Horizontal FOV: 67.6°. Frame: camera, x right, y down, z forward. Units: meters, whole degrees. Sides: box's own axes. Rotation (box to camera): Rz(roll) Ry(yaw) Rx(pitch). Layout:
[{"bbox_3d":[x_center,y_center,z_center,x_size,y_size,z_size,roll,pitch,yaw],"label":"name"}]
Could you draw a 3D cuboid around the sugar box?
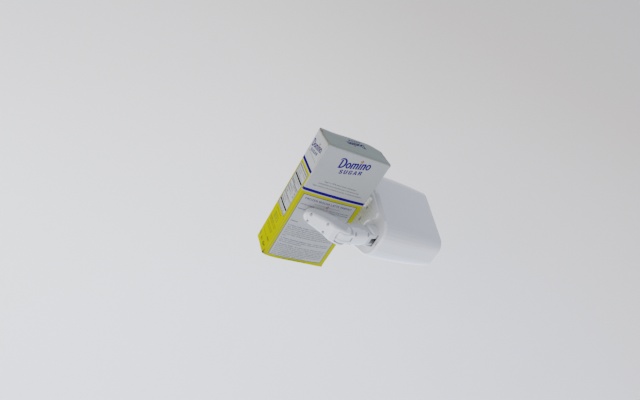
[{"bbox_3d":[0.000,0.002,0.599,0.093,0.176,0.048,16,29,-31],"label":"sugar box"}]
